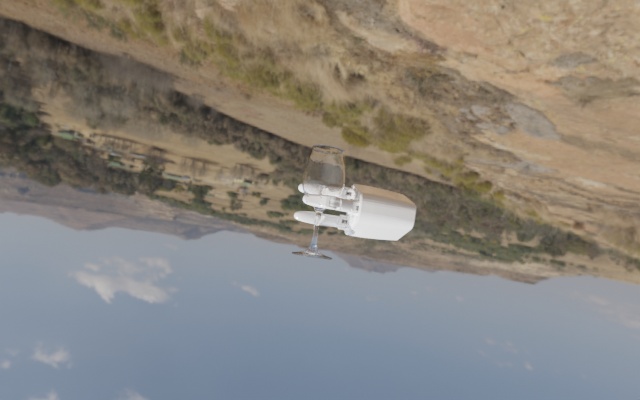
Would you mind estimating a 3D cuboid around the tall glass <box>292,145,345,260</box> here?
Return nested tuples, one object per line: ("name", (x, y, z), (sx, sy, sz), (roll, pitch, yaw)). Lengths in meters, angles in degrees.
("tall glass", (0.000, 0.004, 0.871), (0.079, 0.201, 0.079), (9, -4, 1))
